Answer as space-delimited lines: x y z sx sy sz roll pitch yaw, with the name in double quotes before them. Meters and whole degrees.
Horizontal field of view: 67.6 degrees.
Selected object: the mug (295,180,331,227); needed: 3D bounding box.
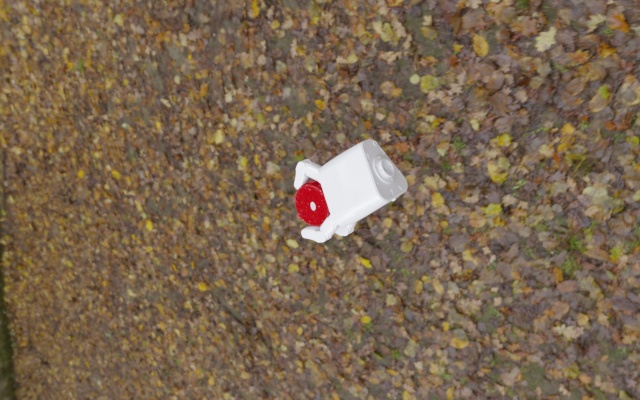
"mug" -0.001 0.003 0.879 0.117 0.093 0.081 -33 -5 41
